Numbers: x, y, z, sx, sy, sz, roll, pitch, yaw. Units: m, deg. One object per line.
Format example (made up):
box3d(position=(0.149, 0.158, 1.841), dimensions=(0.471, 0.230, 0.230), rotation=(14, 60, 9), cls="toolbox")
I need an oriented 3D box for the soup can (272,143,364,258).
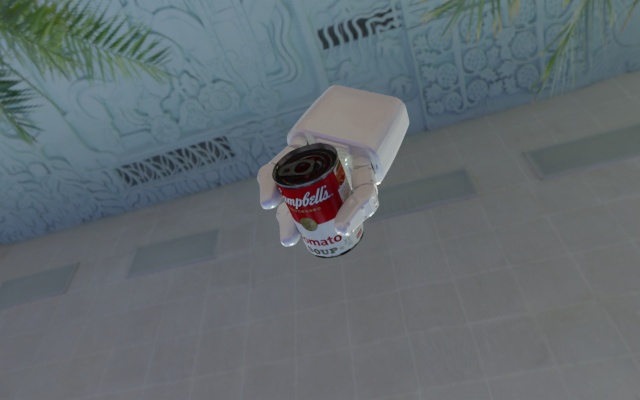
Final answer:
box3d(position=(0.000, 0.002, 0.492), dimensions=(0.068, 0.102, 0.068), rotation=(-14, 37, 11), cls="soup can")
